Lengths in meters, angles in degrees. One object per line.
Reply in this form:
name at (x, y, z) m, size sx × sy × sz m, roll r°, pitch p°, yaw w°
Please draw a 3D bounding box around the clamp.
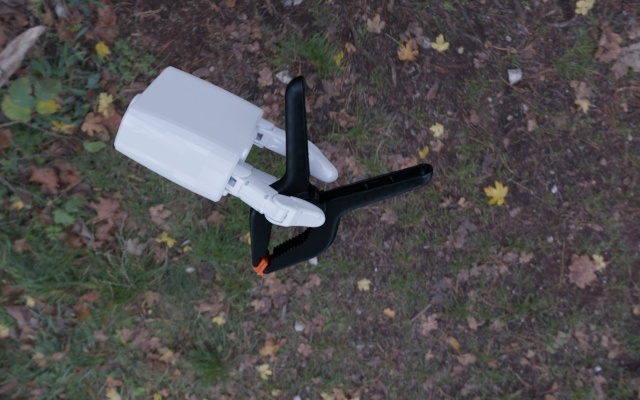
clamp at (0.000, 0.002, 0.486) m, size 0.164 × 0.210 × 0.036 m, roll 26°, pitch 26°, yaw -10°
